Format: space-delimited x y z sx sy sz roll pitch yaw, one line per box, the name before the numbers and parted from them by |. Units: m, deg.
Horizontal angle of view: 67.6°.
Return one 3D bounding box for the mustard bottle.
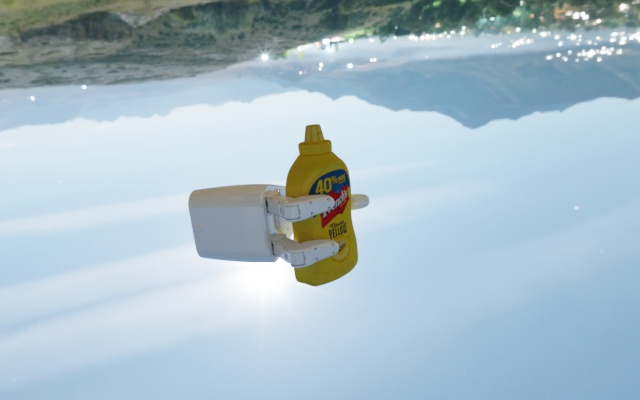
mustard bottle | 0.000 0.002 0.593 0.058 0.192 0.096 8 20 43
